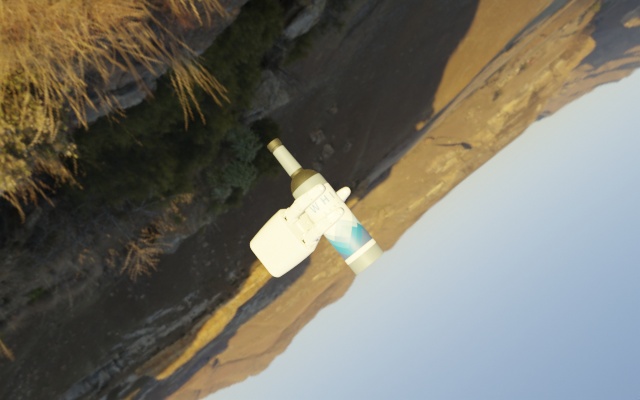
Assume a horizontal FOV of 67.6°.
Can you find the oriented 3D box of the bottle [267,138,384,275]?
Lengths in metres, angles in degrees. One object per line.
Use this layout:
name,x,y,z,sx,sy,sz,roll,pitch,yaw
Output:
bottle,0.000,0.003,0.898,0.069,0.295,0.069,-38,-7,-5
